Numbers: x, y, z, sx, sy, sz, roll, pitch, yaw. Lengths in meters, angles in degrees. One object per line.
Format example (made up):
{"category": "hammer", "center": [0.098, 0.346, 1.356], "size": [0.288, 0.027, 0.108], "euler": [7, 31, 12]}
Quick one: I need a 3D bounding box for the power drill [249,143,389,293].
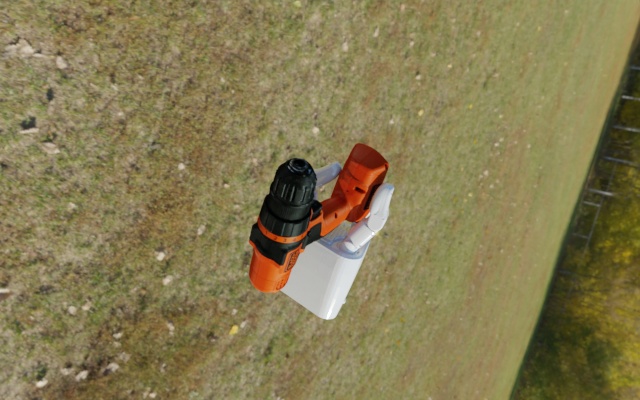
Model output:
{"category": "power drill", "center": [0.000, 0.002, 0.541], "size": [0.057, 0.185, 0.187], "euler": [40, 46, 19]}
